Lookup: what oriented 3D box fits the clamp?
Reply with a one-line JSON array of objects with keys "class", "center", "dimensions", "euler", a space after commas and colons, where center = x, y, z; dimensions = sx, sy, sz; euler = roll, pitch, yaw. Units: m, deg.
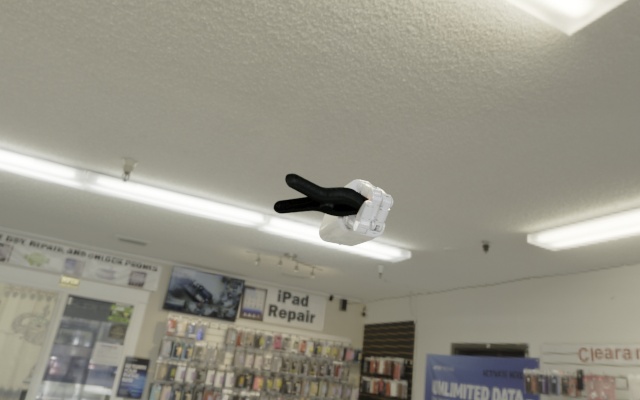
[{"class": "clamp", "center": [0.000, 0.002, 0.851], "dimensions": [0.171, 0.039, 0.120], "euler": [15, -25, -20]}]
